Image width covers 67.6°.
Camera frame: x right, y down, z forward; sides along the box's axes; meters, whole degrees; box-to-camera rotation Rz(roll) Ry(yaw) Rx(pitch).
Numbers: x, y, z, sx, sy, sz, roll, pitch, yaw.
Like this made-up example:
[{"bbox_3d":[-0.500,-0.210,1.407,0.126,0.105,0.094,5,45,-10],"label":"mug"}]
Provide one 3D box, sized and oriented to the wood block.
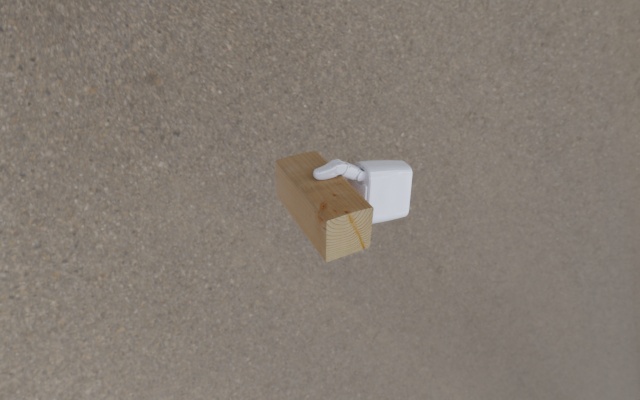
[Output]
[{"bbox_3d":[0.001,0.003,0.858,0.090,0.091,0.206,-16,39,-23],"label":"wood block"}]
